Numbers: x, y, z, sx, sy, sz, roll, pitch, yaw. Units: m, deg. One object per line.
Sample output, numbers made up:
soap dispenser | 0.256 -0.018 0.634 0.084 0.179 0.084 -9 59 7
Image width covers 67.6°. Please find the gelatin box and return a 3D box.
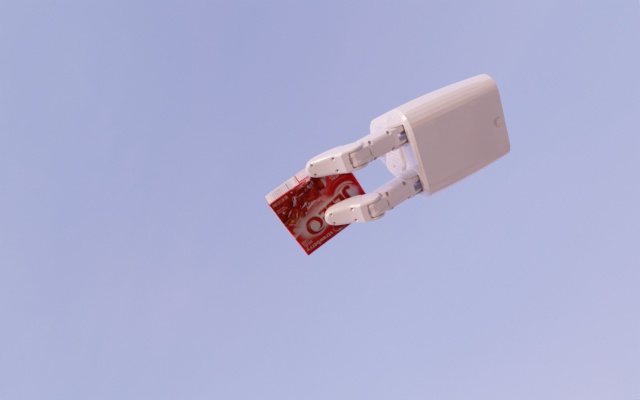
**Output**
gelatin box | 0.000 0.002 0.495 0.089 0.073 0.030 -36 24 -1
